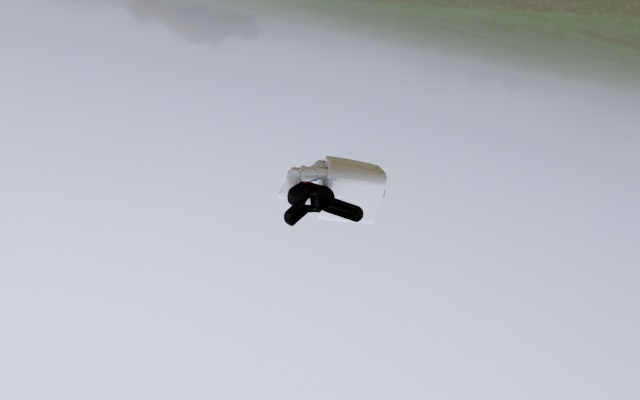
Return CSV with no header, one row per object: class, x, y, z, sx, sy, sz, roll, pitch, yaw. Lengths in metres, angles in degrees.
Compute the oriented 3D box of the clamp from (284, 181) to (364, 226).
clamp,0.000,0.003,0.772,0.120,0.039,0.171,6,19,-7
